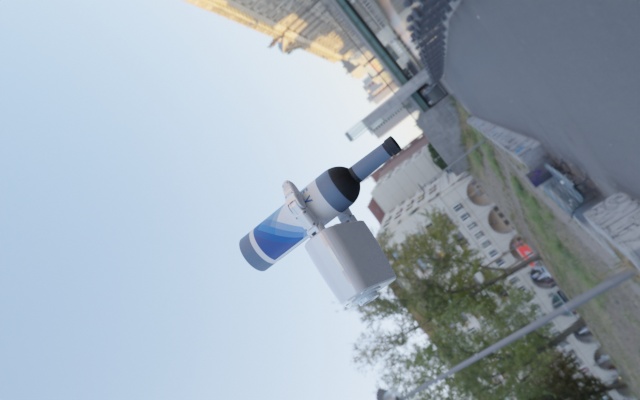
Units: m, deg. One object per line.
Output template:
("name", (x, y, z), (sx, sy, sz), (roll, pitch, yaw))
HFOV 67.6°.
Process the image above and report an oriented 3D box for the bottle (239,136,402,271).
("bottle", (0.000, 0.003, 0.740), (0.296, 0.069, 0.069), (-38, -14, 18))
